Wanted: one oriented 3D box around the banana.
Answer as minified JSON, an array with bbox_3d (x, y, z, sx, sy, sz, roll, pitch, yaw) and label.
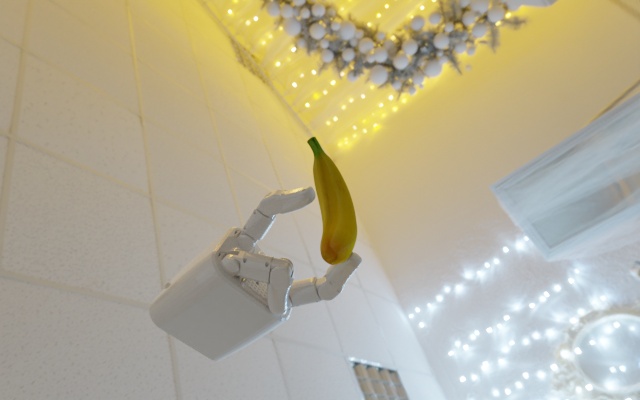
[{"bbox_3d":[0.011,0.010,0.526,0.037,0.197,0.070,-36,-54,19],"label":"banana"}]
